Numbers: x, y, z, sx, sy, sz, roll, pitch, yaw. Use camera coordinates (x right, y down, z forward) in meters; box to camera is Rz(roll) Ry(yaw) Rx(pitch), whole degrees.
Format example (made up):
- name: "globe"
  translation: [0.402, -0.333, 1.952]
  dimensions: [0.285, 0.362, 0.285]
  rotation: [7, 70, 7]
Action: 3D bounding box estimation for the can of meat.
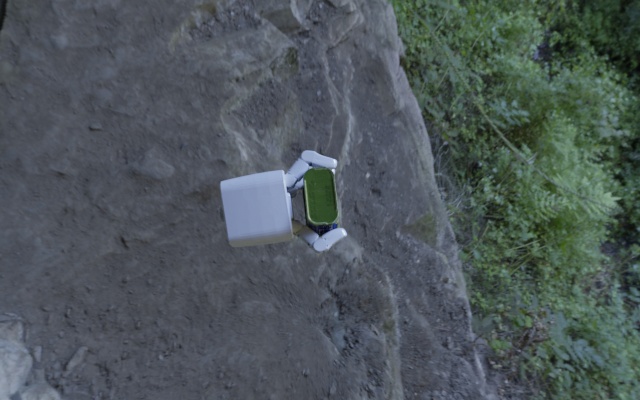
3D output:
- name: "can of meat"
  translation: [0.000, 0.003, 0.791]
  dimensions: [0.057, 0.102, 0.084]
  rotation: [-6, -15, -1]
